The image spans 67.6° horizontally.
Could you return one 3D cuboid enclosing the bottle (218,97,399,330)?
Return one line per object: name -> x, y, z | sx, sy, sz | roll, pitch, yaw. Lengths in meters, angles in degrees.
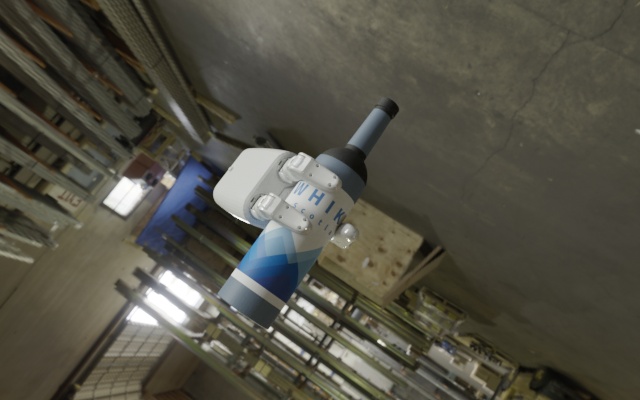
bottle -> 0.000, 0.002, 0.541 | 0.069, 0.295, 0.069 | 33, -13, 9
